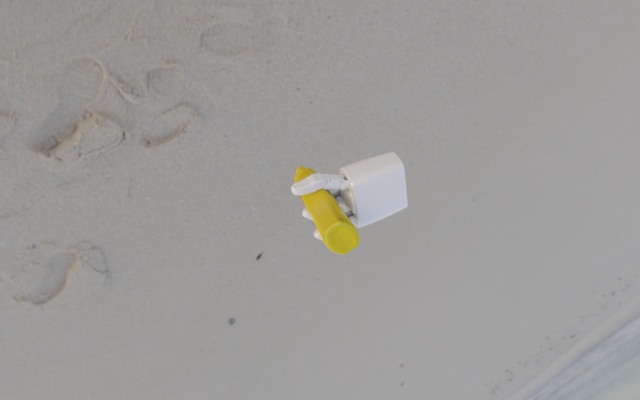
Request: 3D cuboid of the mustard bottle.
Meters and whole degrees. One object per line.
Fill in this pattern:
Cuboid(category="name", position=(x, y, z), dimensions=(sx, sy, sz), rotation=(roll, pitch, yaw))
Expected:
Cuboid(category="mustard bottle", position=(0.000, 0.003, 0.852), dimensions=(0.058, 0.191, 0.096), rotation=(-36, -40, 6))
